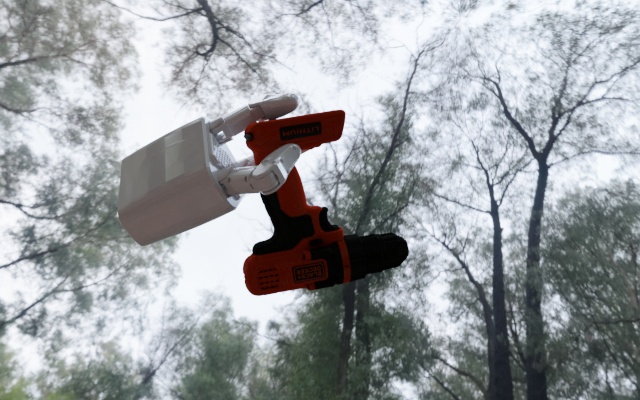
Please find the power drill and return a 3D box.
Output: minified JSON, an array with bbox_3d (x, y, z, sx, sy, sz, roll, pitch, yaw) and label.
[{"bbox_3d":[0.000,0.001,0.507,0.184,0.188,0.057,-10,9,-12],"label":"power drill"}]
